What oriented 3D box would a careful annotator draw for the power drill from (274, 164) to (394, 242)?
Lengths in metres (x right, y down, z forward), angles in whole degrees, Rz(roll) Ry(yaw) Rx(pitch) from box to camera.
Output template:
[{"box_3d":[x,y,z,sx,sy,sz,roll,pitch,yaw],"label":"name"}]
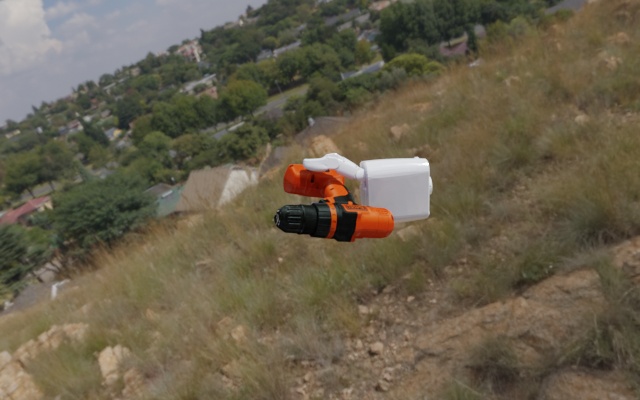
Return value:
[{"box_3d":[0.000,0.002,0.752,0.184,0.057,0.187,5,24,-23],"label":"power drill"}]
